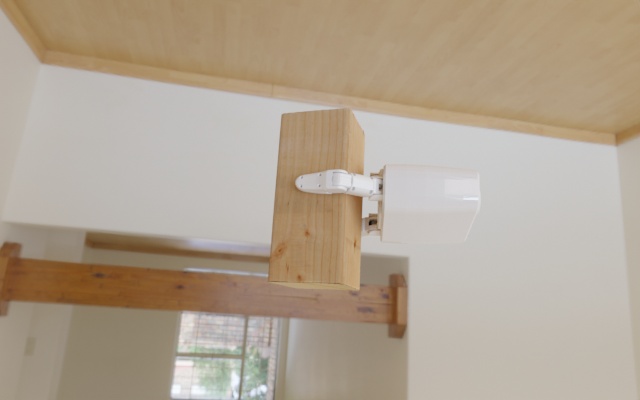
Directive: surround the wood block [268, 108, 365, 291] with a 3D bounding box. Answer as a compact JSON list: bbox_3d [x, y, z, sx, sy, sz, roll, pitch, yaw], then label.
[{"bbox_3d":[0.000,0.002,0.589,0.090,0.206,0.091,-1,-15,17],"label":"wood block"}]
